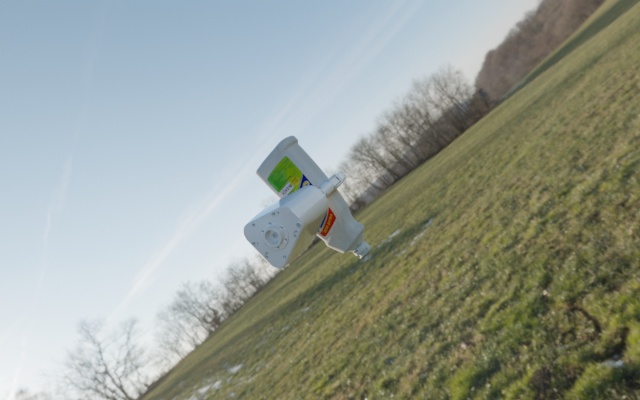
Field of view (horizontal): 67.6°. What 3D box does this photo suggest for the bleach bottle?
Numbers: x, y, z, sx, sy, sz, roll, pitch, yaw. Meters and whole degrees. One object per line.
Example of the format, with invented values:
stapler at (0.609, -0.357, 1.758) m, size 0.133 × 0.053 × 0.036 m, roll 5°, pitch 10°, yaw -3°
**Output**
bleach bottle at (0.000, 0.003, 0.881) m, size 0.102 × 0.251 × 0.068 m, roll -46°, pitch -3°, yaw 27°
